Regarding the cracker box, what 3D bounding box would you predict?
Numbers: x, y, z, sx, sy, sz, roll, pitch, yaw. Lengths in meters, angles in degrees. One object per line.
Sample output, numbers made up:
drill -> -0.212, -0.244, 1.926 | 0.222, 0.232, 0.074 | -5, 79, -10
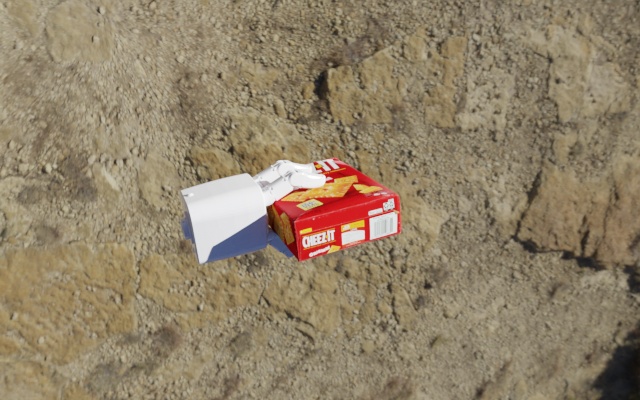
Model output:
cracker box -> 0.000, 0.003, 0.745 | 0.164, 0.072, 0.213 | -14, 25, -19
